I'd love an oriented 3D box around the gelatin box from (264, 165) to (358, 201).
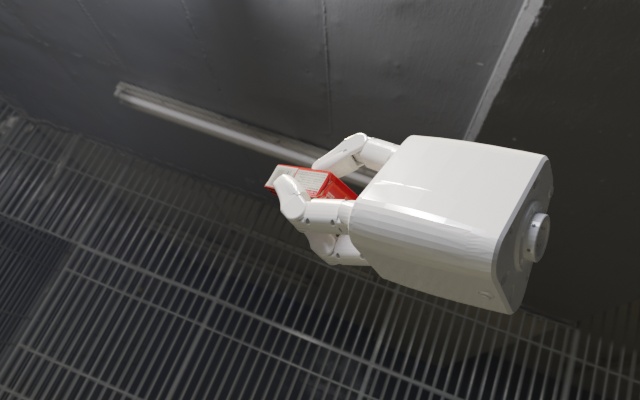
[{"bbox_3d":[0.000,0.001,0.448,0.073,0.030,0.089,41,-17,-35],"label":"gelatin box"}]
